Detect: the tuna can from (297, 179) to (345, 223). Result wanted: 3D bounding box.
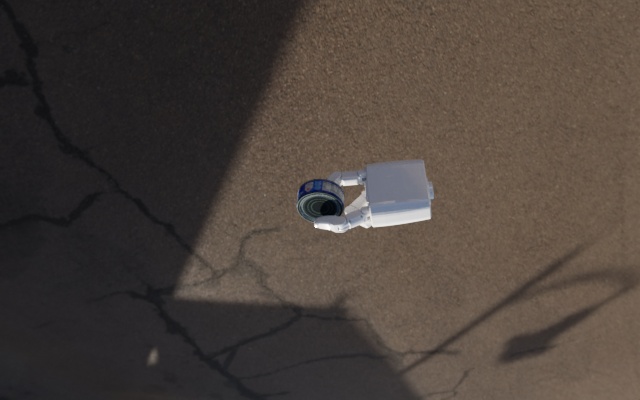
[{"bbox_3d":[0.000,0.003,0.854,0.086,0.033,0.086,3,-43,3],"label":"tuna can"}]
